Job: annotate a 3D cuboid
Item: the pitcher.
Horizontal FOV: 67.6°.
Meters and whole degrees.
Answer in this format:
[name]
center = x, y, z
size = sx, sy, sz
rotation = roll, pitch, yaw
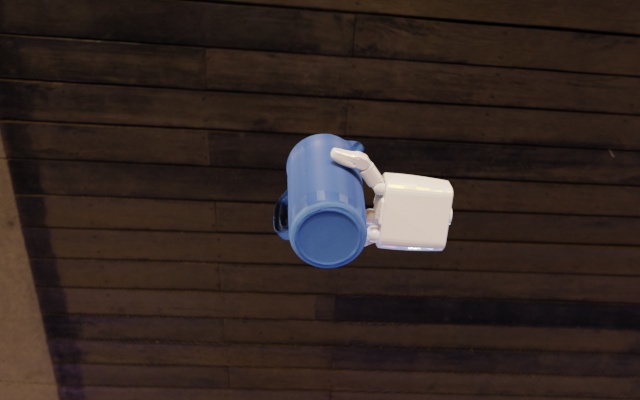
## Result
[pitcher]
center = 0.000, 0.002, 0.753
size = 0.145, 0.149, 0.242
rotation = 7, 27, -4
